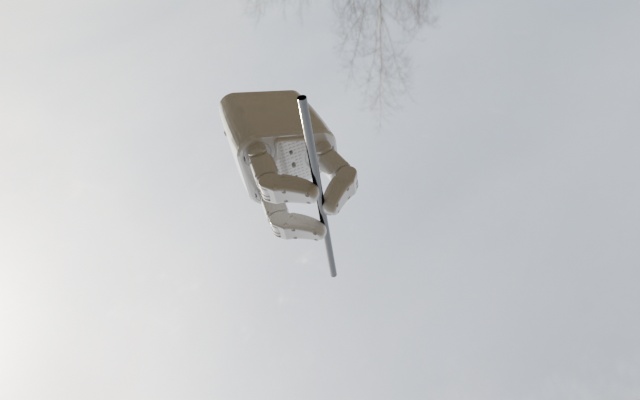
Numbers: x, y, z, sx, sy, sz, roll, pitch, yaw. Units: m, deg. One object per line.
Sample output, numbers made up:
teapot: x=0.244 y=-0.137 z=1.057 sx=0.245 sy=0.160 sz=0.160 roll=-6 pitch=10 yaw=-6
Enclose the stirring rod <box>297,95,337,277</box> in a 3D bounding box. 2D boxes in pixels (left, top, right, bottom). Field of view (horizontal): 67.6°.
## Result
stirring rod: x=0.000 y=0.001 z=0.468 sx=0.011 sy=0.011 sz=0.240 roll=0 pitch=-44 yaw=10
